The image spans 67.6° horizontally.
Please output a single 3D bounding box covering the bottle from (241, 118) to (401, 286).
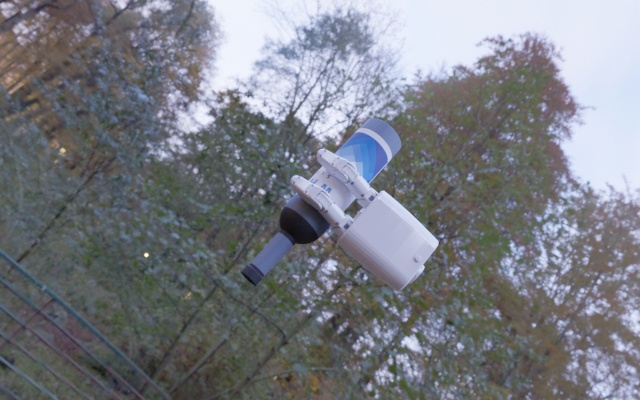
[{"bbox_3d":[0.000,0.002,0.676,0.295,0.069,0.069,-47,19,-19],"label":"bottle"}]
